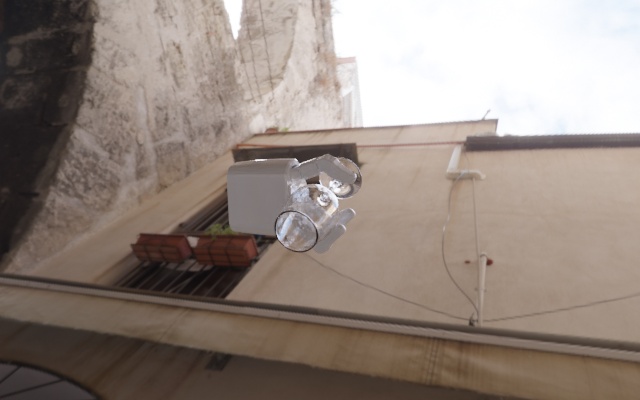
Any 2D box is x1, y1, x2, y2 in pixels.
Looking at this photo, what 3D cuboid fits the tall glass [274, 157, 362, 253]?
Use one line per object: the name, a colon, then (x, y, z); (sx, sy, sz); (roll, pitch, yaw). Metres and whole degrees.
tall glass: (0.000, 0.002, 0.709); (0.079, 0.079, 0.201); (0, 23, 21)
